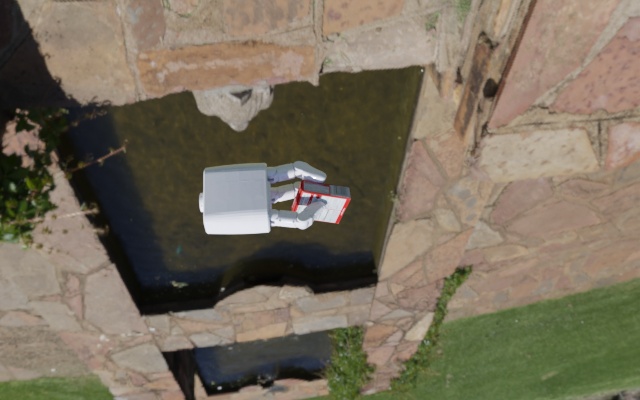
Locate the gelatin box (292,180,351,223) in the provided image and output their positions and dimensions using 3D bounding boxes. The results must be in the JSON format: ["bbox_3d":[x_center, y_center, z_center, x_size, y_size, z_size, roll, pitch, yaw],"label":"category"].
[{"bbox_3d":[0.000,0.003,0.833,0.089,0.030,0.073,9,-41,-13],"label":"gelatin box"}]
